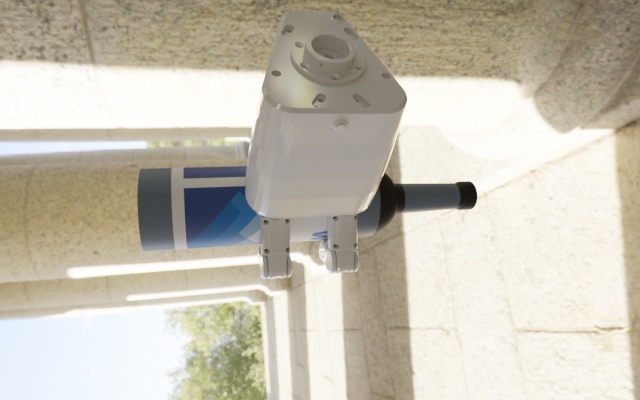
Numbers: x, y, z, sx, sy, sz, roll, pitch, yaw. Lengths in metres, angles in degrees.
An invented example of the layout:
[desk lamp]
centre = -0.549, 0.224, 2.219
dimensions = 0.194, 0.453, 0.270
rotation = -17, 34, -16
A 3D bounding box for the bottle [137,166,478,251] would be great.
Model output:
[bottle]
centre = 0.000, 0.001, 0.418
dimensions = 0.296, 0.069, 0.069
rotation = -3, 1, -14
